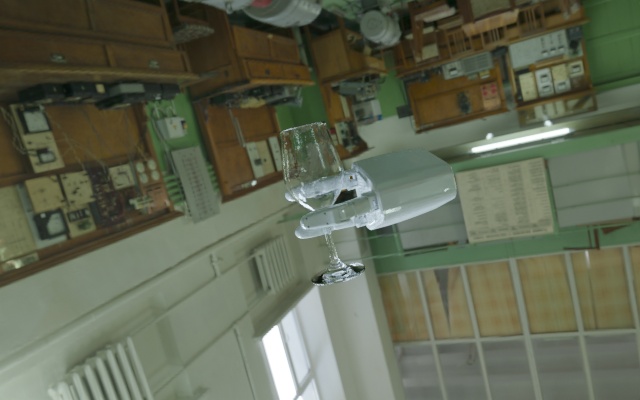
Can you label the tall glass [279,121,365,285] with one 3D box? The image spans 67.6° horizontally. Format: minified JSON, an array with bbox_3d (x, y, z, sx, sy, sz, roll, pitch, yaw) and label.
[{"bbox_3d":[0.000,0.003,0.620,0.079,0.201,0.079,-14,8,2],"label":"tall glass"}]
